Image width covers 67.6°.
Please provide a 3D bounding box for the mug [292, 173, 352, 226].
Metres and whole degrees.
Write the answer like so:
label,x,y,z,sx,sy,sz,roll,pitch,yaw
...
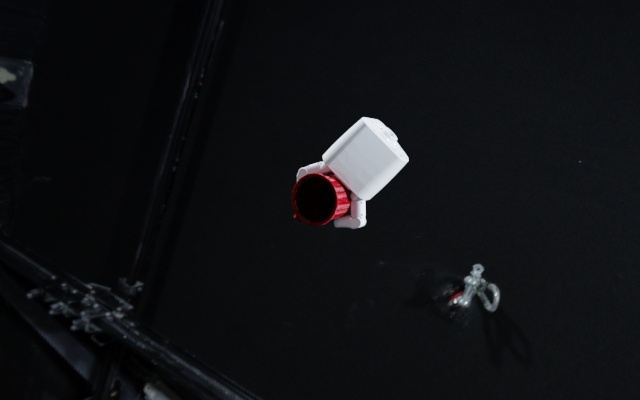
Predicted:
label,x,y,z,sx,sy,sz,roll,pitch,yaw
mug,-0.001,0.004,0.873,0.117,0.093,0.081,-43,-16,25
